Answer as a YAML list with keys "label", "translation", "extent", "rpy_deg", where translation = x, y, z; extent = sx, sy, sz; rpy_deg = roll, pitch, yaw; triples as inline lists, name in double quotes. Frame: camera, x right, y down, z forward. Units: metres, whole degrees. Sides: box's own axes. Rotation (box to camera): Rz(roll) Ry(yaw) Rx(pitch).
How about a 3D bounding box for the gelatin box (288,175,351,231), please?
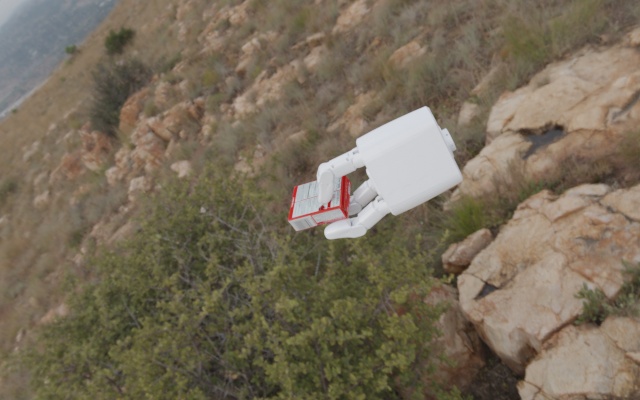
- label: "gelatin box"
  translation: [0.000, 0.002, 0.714]
  extent: [0.089, 0.073, 0.030]
  rpy_deg: [-15, -48, 21]
